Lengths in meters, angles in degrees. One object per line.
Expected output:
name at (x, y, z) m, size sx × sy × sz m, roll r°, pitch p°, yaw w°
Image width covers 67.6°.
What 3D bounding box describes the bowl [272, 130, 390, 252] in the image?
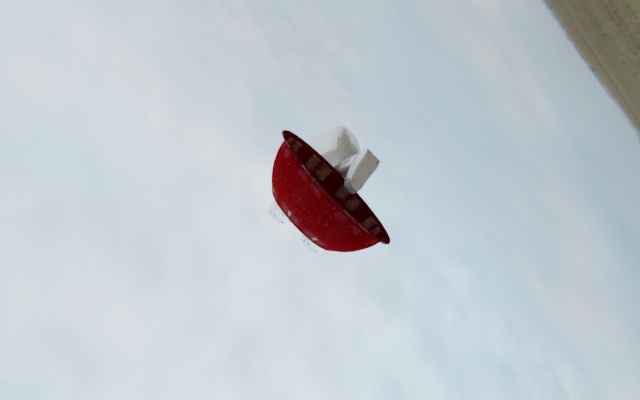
bowl at (0.000, 0.002, 0.505) m, size 0.055 × 0.162 × 0.162 m, roll -43°, pitch -10°, yaw 10°
